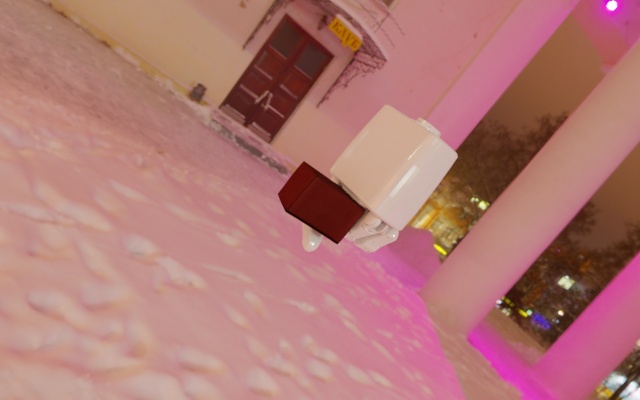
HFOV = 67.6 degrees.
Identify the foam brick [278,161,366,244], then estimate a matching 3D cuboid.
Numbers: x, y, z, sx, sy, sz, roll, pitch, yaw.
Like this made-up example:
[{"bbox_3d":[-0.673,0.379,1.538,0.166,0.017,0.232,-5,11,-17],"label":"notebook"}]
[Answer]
[{"bbox_3d":[0.000,0.002,0.537,0.078,0.051,0.053,34,10,-28],"label":"foam brick"}]
